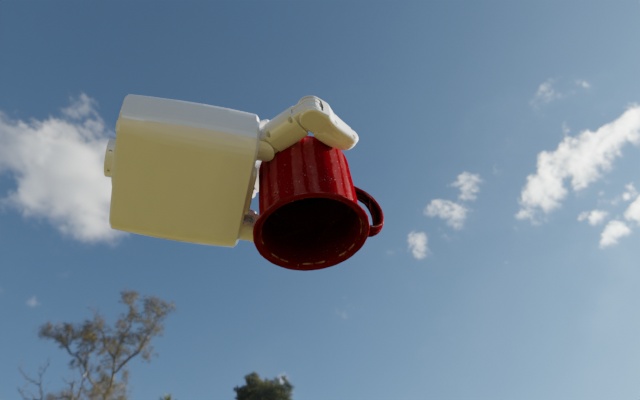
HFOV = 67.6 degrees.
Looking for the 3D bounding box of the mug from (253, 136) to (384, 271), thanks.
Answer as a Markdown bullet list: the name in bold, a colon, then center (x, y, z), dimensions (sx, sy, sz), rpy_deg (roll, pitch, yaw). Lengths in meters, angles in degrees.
- **mug**: center (0.001, 0.001, 0.410), dimensions (0.117, 0.081, 0.093), rpy_deg (9, -48, -18)
